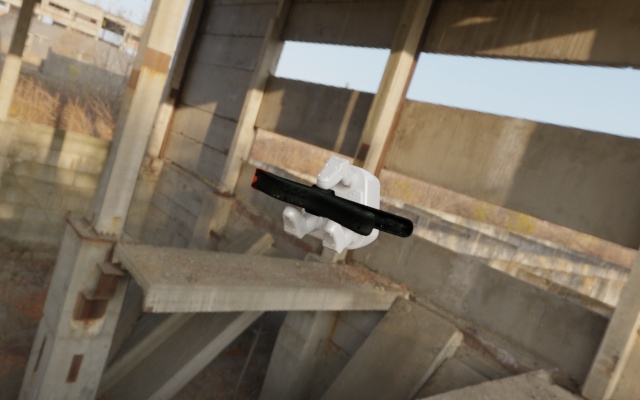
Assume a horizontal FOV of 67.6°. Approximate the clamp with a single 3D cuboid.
[{"bbox_3d":[0.000,0.001,0.571,0.210,0.036,0.164,20,3,19],"label":"clamp"}]
